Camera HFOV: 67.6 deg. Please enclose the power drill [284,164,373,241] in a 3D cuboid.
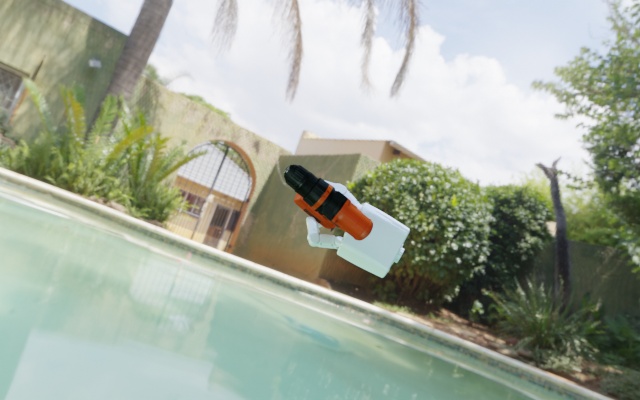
[{"bbox_3d":[0.000,0.003,0.894,0.184,0.057,0.187,40,-5,-8],"label":"power drill"}]
